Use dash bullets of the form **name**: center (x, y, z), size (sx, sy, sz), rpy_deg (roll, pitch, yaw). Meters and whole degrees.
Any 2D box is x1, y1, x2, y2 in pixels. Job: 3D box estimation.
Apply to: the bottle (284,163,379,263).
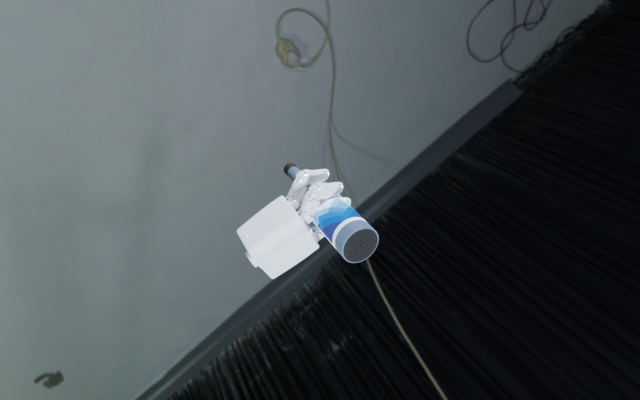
- **bottle**: center (0.000, 0.003, 0.864), size (0.069, 0.069, 0.295), rpy_deg (0, 28, -29)
